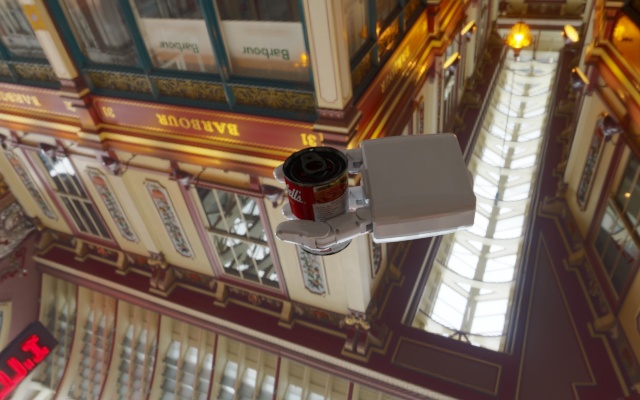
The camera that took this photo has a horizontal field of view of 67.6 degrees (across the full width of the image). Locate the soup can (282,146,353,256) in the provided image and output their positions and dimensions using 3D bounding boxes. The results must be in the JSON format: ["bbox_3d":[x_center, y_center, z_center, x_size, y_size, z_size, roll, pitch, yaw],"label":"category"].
[{"bbox_3d":[0.000,0.002,0.518,0.068,0.102,0.068,-5,39,4],"label":"soup can"}]
